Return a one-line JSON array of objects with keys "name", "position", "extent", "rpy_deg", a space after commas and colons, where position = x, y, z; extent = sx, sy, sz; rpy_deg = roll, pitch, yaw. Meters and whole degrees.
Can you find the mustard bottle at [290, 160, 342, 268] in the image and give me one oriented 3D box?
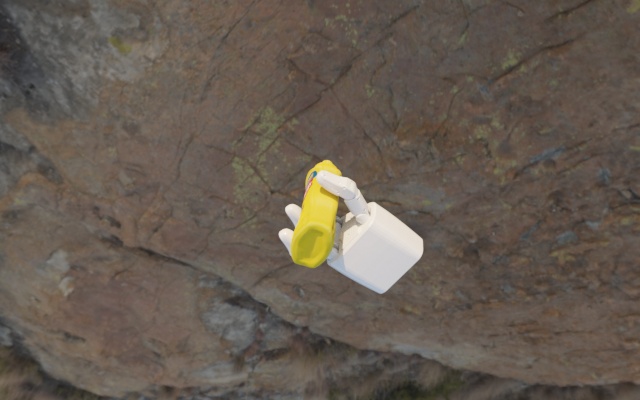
[{"name": "mustard bottle", "position": [0.000, 0.002, 0.727], "extent": [0.058, 0.096, 0.191], "rpy_deg": [15, 42, -4]}]
